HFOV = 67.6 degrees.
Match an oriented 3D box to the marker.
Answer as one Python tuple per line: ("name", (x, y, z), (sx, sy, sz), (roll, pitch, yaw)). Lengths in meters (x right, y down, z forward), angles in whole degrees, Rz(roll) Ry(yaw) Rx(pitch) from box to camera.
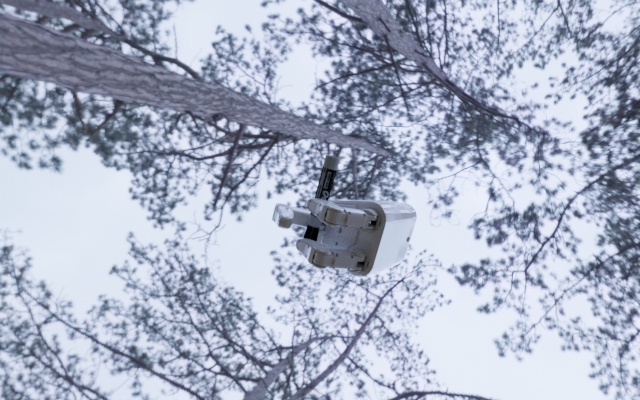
("marker", (0.000, 0.002, 0.608), (0.020, 0.121, 0.020), (15, 12, -3))
